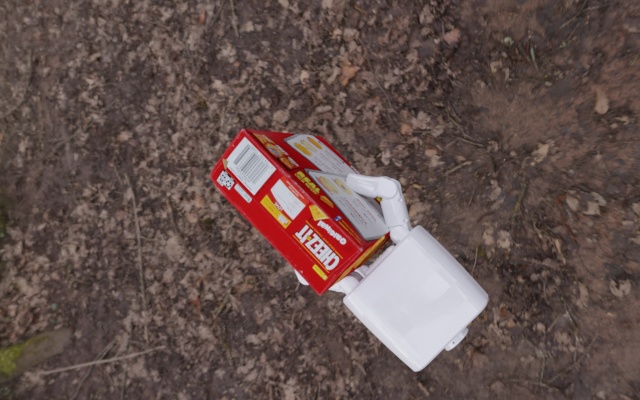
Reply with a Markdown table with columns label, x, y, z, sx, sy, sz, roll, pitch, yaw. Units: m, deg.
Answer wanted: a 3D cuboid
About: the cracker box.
| label | x | y | z | sx | sy | sz | roll | pitch | yaw |
| --- | --- | --- | --- | --- | --- | --- | --- | --- | --- |
| cracker box | 0.000 | 0.002 | 0.538 | 0.164 | 0.072 | 0.213 | 45 | 18 | 12 |
